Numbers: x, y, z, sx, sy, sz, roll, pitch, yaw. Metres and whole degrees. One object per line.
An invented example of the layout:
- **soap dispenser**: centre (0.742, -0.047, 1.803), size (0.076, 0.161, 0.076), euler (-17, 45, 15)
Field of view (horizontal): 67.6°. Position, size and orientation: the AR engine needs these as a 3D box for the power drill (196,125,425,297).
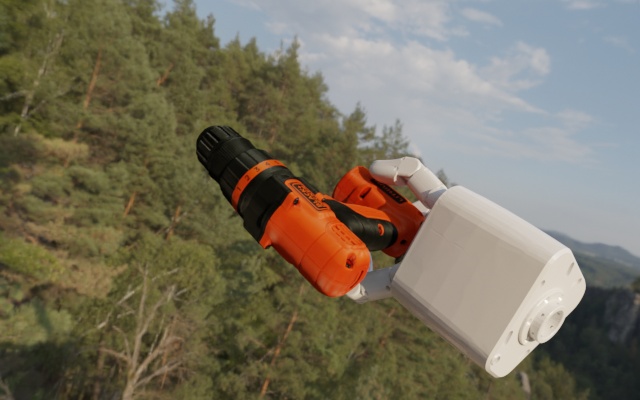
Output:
- **power drill**: centre (0.001, 0.002, 0.424), size (0.184, 0.057, 0.187), euler (44, 24, 26)
